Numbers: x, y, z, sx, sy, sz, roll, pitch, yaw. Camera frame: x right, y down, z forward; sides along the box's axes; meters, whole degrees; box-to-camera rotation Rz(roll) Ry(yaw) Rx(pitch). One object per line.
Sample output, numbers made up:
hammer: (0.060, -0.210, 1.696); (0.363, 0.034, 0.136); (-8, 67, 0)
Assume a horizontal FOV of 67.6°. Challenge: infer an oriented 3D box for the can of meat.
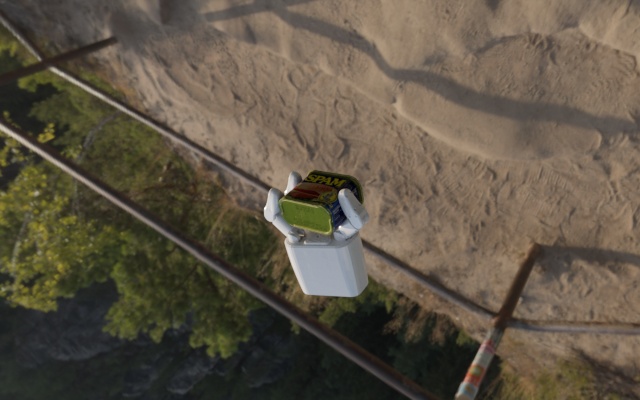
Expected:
can of meat: (0.000, 0.002, 0.722); (0.102, 0.057, 0.084); (12, 39, 35)
